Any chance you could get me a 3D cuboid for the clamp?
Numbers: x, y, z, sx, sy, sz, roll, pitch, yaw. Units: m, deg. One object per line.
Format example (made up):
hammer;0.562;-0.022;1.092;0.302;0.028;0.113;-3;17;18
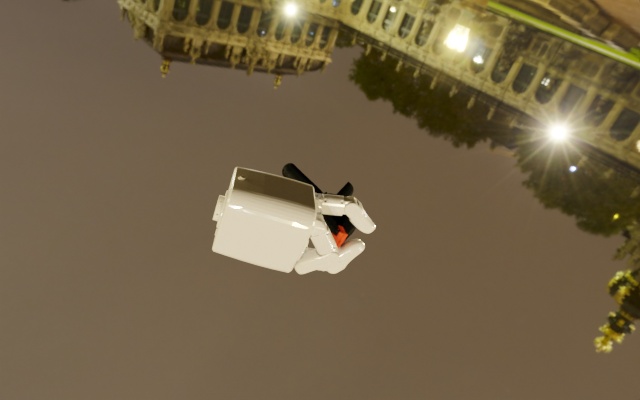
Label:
clamp;0.000;0.003;0.687;0.120;0.039;0.171;16;26;-12
